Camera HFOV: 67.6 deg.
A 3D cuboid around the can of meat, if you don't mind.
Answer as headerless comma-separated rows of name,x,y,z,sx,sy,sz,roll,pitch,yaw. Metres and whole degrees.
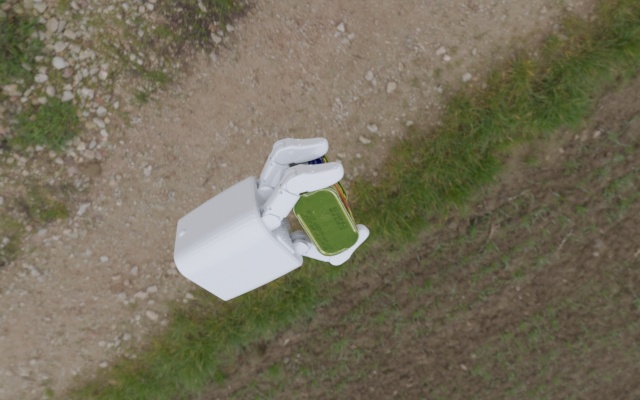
can of meat,0.000,0.002,0.547,0.057,0.102,0.084,-26,36,7
